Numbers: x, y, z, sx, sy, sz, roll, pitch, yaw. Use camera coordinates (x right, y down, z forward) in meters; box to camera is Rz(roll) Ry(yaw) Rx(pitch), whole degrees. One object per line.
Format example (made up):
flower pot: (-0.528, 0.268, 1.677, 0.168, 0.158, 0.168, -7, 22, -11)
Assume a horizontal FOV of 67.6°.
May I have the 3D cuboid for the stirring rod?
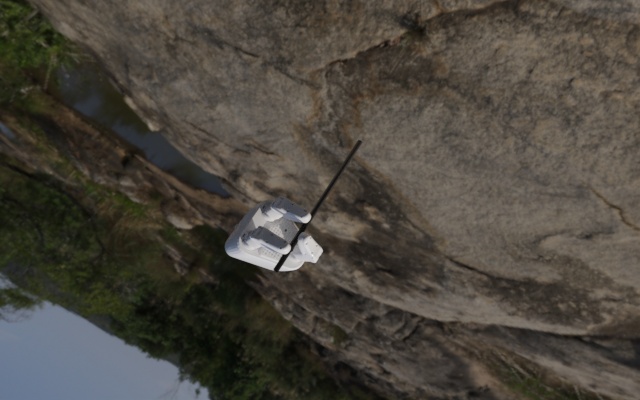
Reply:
stirring rod: (0.000, 0.002, 0.695, 0.011, 0.239, 0.011, 28, -22, 13)
